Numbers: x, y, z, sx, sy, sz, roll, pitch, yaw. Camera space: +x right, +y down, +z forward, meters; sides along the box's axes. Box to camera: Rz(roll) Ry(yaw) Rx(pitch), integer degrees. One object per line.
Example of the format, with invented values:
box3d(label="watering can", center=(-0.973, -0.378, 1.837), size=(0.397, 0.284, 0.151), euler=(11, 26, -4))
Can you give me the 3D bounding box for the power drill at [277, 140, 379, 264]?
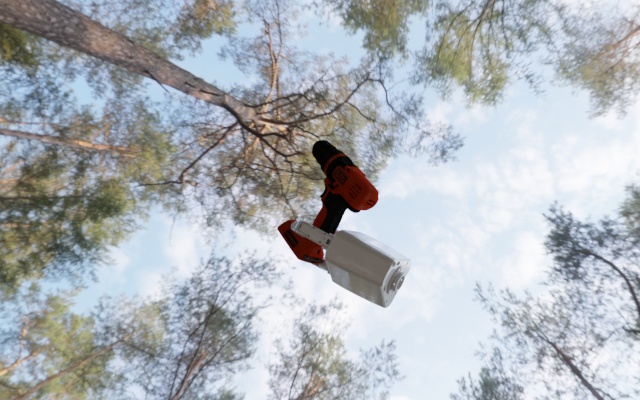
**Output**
box3d(label="power drill", center=(0.000, 0.003, 0.847), size=(0.057, 0.188, 0.184), euler=(17, 24, -42))
